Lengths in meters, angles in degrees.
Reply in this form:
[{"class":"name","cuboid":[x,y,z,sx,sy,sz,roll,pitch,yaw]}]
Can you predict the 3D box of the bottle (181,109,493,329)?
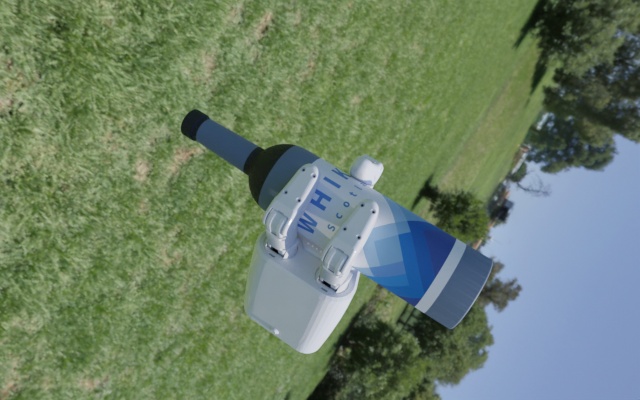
[{"class":"bottle","cuboid":[0.000,0.001,0.419,0.295,0.069,0.069,32,7,12]}]
